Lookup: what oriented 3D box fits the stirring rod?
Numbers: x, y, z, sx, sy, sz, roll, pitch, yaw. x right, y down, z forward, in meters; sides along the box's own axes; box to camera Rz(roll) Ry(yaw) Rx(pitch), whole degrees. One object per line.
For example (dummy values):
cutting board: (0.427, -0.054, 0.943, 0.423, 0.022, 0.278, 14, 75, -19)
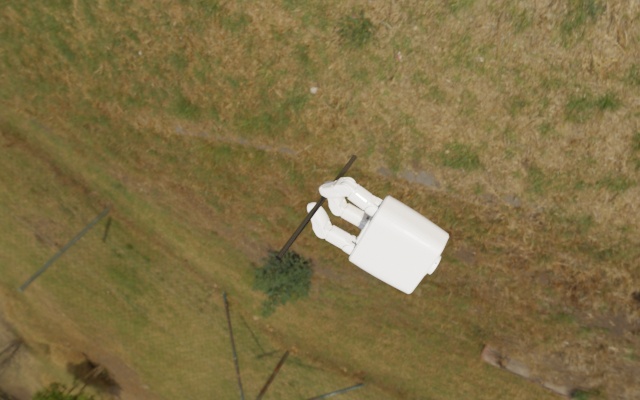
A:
stirring rod: (0.000, 0.002, 0.708, 0.011, 0.011, 0.239, 0, 38, 36)
